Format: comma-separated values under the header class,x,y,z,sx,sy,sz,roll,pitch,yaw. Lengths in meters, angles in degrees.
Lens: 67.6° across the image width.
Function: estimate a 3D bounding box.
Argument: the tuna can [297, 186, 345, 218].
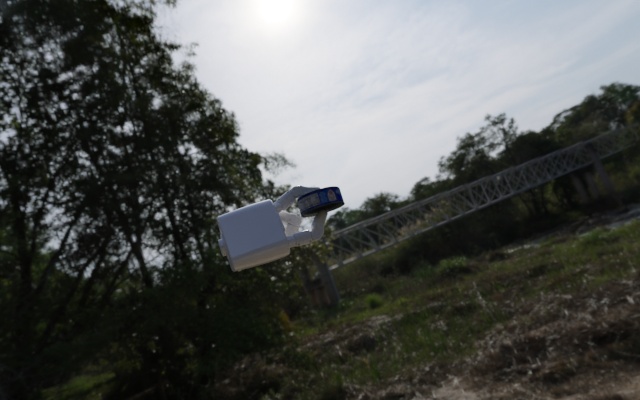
class,x,y,z,sx,sy,sz,roll,pitch,yaw
tuna can,0.000,0.002,0.896,0.086,0.033,0.086,-16,-10,-3
